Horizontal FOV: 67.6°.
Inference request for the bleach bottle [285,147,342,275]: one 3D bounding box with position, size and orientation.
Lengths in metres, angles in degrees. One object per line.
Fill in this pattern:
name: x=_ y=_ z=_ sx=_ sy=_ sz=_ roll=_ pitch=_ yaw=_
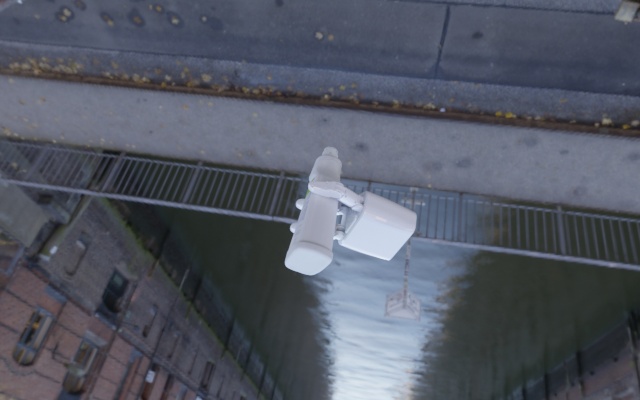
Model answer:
bleach bottle: x=0.000 y=0.003 z=0.868 sx=0.068 sy=0.250 sz=0.103 roll=21 pitch=-33 yaw=-13
